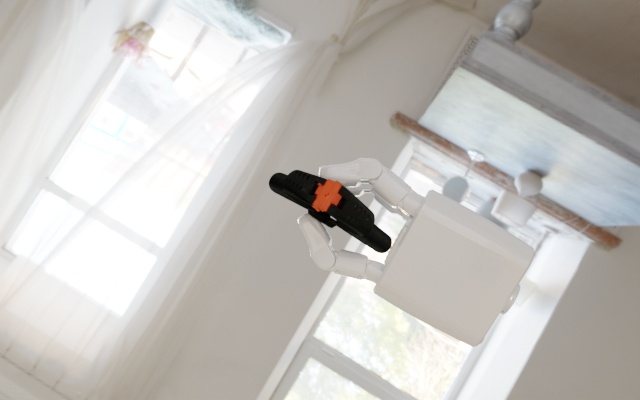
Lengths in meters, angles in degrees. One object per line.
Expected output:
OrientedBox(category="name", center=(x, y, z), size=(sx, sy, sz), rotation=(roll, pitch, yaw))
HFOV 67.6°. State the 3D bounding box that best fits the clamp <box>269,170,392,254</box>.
OrientedBox(category="clamp", center=(0.000, 0.002, 0.488), size=(0.164, 0.036, 0.210), rotation=(29, -4, 11))
